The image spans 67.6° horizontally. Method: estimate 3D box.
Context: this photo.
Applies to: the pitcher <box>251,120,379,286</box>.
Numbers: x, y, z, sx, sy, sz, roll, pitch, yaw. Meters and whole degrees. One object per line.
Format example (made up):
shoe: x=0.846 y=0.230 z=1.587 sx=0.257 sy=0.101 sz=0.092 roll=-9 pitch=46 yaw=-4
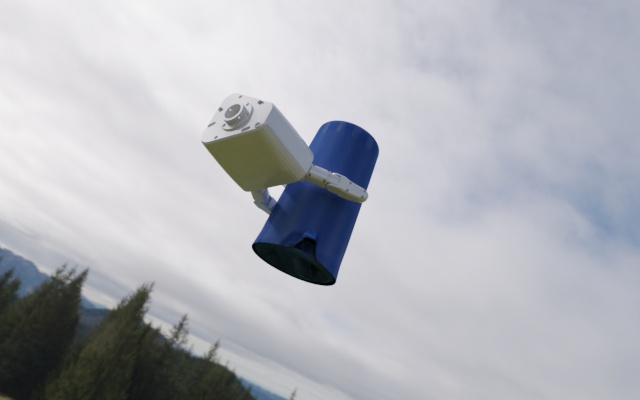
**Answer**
pitcher: x=0.000 y=0.002 z=0.748 sx=0.149 sy=0.242 sz=0.145 roll=5 pitch=-31 yaw=37
